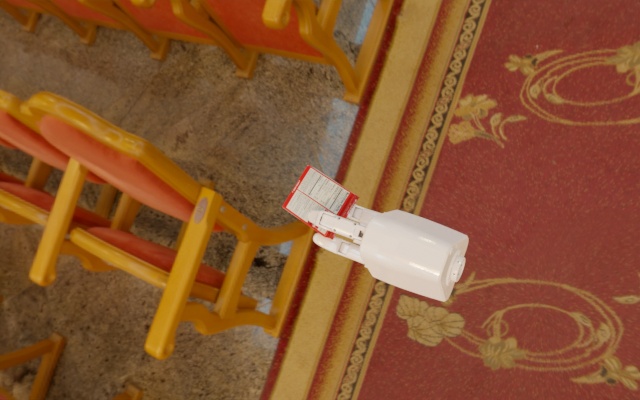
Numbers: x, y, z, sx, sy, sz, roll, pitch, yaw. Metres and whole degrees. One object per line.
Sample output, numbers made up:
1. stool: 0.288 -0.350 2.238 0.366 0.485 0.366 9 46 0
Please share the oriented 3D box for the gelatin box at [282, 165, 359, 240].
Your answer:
1. gelatin box: 0.000 0.002 0.683 0.089 0.073 0.030 34 4 28
